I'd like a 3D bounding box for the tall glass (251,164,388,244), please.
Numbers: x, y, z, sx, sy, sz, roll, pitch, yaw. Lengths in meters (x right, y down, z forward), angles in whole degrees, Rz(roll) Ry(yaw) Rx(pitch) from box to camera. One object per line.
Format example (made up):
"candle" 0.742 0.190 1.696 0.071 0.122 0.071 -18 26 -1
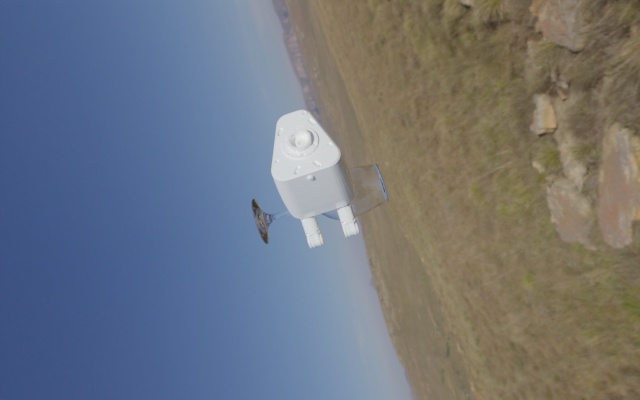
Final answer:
"tall glass" -0.001 0.003 0.740 0.201 0.079 0.079 -18 -1 3
